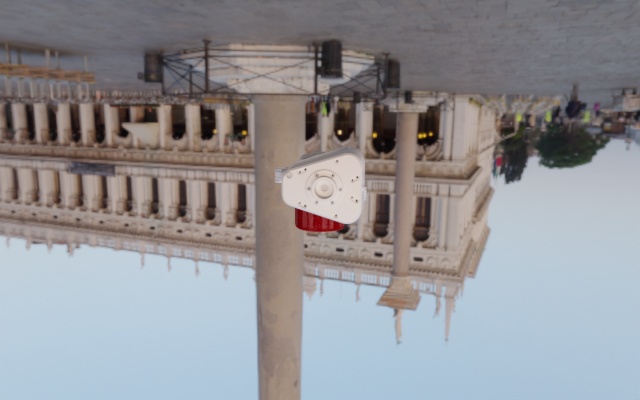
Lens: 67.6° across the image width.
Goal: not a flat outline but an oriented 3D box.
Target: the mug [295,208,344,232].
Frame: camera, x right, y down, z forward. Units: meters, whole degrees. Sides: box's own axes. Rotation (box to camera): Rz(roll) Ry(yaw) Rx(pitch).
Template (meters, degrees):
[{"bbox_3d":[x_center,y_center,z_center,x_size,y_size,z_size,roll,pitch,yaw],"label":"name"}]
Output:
[{"bbox_3d":[0.000,0.003,0.790,0.093,0.081,0.117,1,9,5],"label":"mug"}]
